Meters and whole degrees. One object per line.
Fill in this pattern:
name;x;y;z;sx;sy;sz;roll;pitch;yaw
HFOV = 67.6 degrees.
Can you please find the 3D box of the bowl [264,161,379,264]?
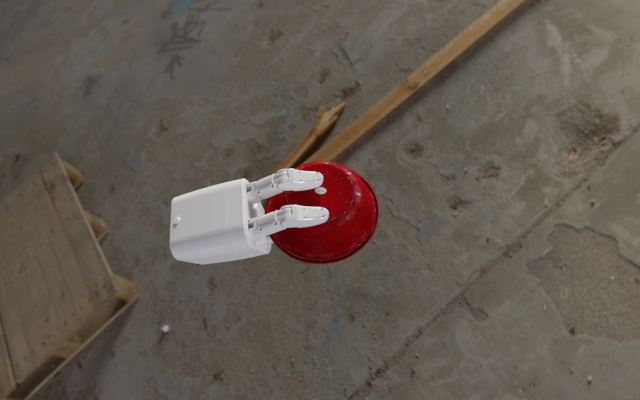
bowl;0.001;0.001;0.650;0.162;0.162;0.055;0;-30;3
